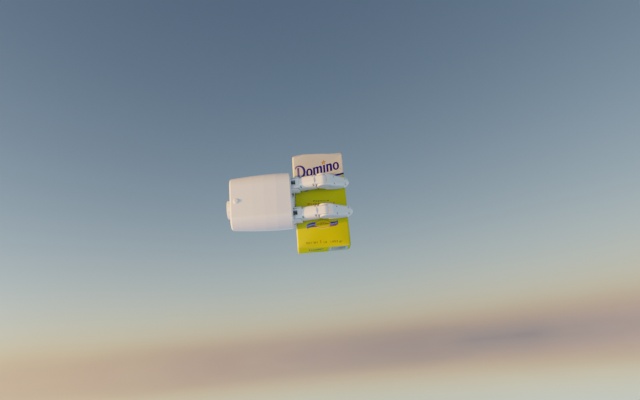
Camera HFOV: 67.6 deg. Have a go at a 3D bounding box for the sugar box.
[{"bbox_3d":[0.000,0.003,0.855,0.093,0.176,0.048,-4,-18,-4],"label":"sugar box"}]
